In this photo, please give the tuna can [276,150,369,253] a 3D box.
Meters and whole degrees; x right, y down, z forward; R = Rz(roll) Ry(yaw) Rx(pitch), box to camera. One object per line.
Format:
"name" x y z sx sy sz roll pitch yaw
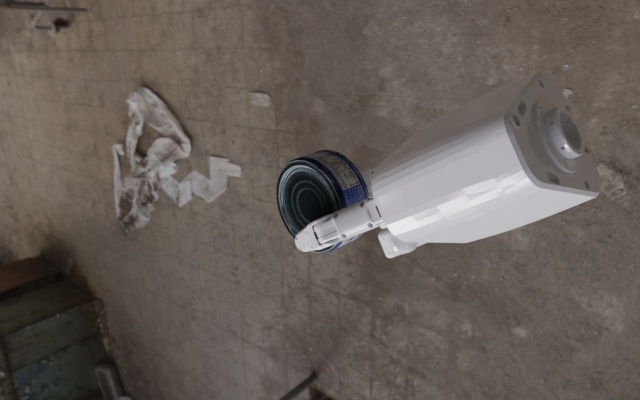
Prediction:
"tuna can" 0.000 0.002 0.414 0.033 0.086 0.086 -22 14 -41
